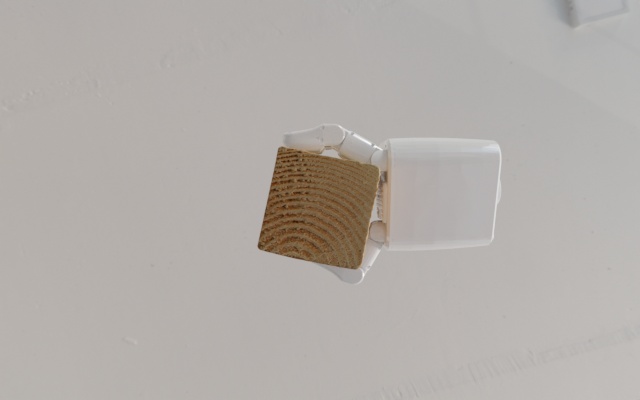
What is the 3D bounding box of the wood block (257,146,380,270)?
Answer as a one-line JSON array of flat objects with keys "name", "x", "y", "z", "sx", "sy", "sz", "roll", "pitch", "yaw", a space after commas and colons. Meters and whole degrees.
[{"name": "wood block", "x": 0.000, "y": 0.002, "z": 0.496, "sx": 0.090, "sy": 0.091, "sz": 0.206, "roll": 12, "pitch": 3, "yaw": 0}]
